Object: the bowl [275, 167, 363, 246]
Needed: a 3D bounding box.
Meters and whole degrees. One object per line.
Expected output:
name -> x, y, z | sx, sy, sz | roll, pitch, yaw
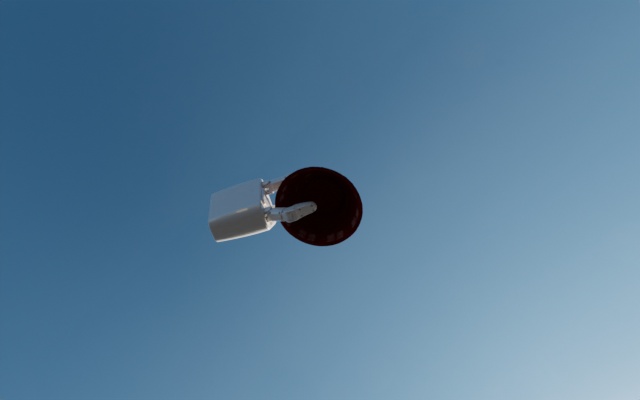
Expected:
bowl -> 0.002, 0.003, 0.885 | 0.162, 0.162, 0.055 | 0, 26, 11
